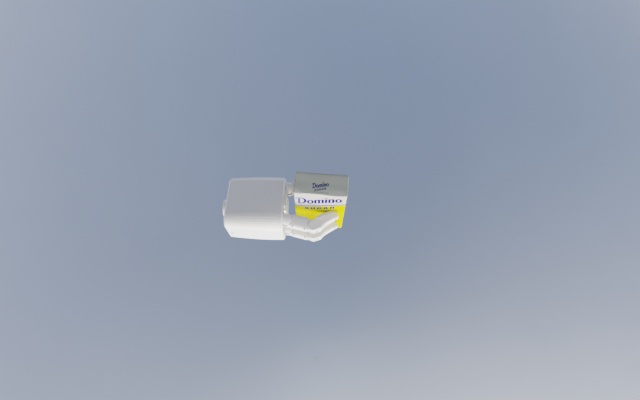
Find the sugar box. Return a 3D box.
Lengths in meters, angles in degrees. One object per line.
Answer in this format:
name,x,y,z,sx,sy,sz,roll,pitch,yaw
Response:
sugar box,0.000,0.003,0.881,0.093,0.048,0.176,4,-18,1
